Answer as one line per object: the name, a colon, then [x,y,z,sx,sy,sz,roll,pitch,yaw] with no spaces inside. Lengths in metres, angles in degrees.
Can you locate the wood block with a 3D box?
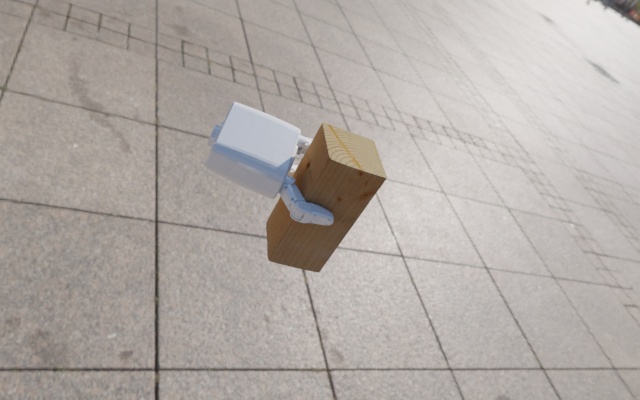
wood block: [0.000,0.002,0.709,0.090,0.206,0.090,16,37,-22]
